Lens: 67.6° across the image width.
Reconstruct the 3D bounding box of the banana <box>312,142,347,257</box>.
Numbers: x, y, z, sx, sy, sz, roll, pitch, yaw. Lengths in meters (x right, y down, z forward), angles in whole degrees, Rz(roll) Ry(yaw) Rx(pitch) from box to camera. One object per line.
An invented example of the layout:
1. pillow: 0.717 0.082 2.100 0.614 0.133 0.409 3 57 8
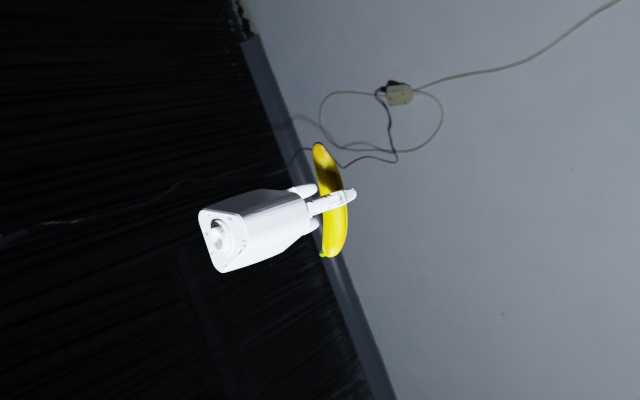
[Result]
1. banana: 0.013 0.010 0.743 0.037 0.198 0.069 -18 25 -39
